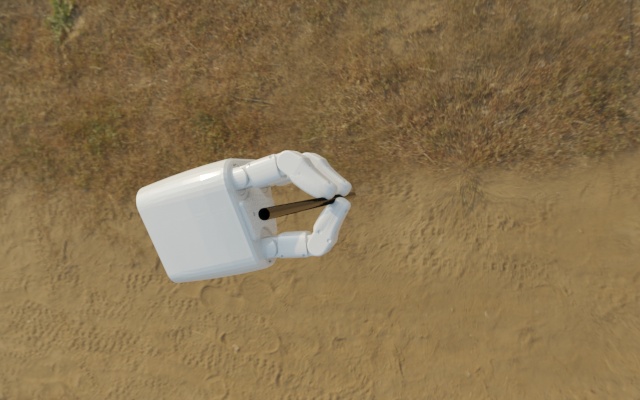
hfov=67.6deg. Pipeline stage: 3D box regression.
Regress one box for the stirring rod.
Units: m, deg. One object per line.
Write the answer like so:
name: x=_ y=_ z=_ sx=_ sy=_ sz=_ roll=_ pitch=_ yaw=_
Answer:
stirring rod: x=0.000 y=0.001 z=0.412 sx=0.011 sy=0.011 sz=0.239 roll=0 pitch=3 yaw=17
